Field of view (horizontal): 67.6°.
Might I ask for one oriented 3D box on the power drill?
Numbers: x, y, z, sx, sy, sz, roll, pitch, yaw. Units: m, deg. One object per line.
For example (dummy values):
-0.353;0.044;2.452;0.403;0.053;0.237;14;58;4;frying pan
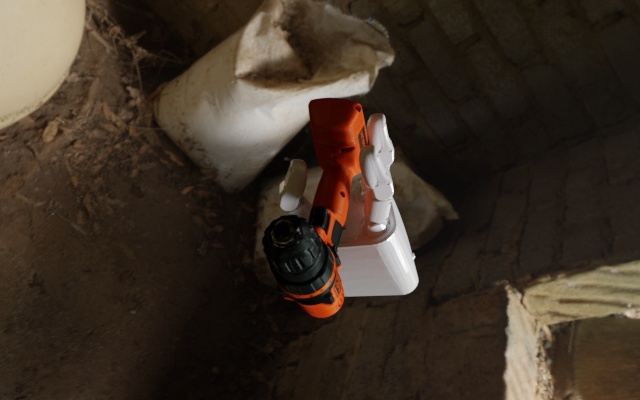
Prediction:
0.000;0.001;0.441;0.057;0.187;0.184;8;-25;12;power drill
